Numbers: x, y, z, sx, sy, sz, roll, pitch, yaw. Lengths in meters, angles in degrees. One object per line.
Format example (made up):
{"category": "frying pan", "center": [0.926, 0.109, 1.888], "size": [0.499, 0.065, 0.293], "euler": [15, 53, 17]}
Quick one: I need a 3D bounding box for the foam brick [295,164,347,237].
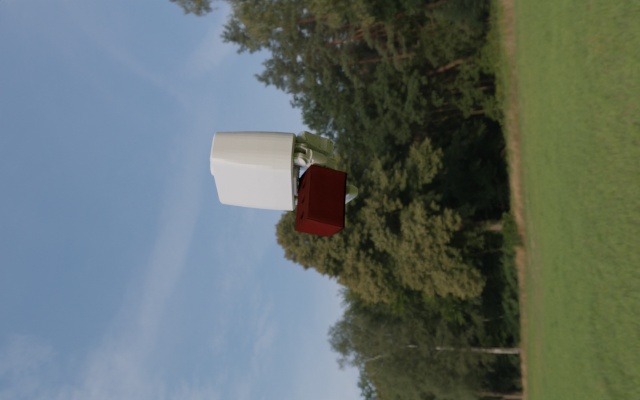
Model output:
{"category": "foam brick", "center": [0.000, 0.002, 0.625], "size": [0.051, 0.078, 0.053], "euler": [11, -24, -19]}
